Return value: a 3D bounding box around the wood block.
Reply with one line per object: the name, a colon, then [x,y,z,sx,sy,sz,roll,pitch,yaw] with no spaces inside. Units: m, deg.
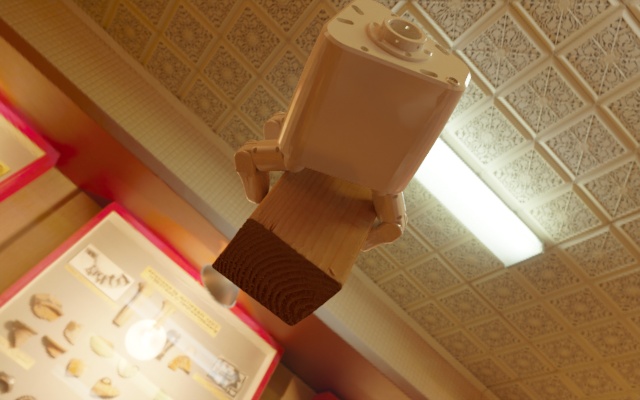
wood block: [0.001,0.001,0.456,0.090,0.091,0.206,-47,7,44]
